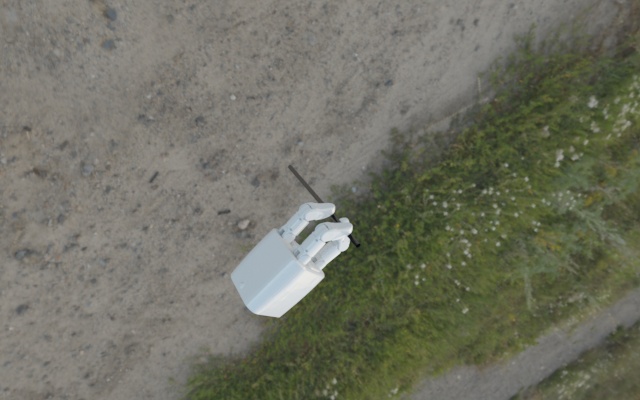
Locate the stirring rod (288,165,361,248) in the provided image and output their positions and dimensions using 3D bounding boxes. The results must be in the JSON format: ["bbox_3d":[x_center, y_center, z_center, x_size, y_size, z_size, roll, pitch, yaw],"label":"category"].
[{"bbox_3d":[0.000,0.003,0.804,0.011,0.011,0.239,0,33,-35],"label":"stirring rod"}]
